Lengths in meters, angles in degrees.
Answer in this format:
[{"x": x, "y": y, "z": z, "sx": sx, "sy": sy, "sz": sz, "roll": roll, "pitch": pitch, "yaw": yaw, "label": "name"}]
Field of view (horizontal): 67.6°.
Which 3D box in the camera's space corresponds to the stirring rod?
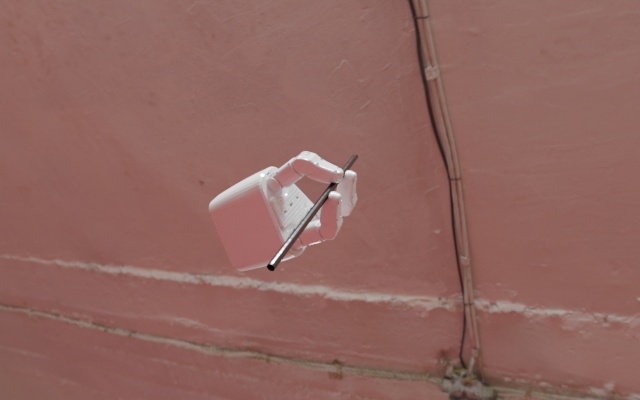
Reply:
[{"x": 0.000, "y": 0.002, "z": 0.527, "sx": 0.011, "sy": 0.011, "sz": 0.239, "roll": 0, "pitch": 30, "yaw": 26, "label": "stirring rod"}]
